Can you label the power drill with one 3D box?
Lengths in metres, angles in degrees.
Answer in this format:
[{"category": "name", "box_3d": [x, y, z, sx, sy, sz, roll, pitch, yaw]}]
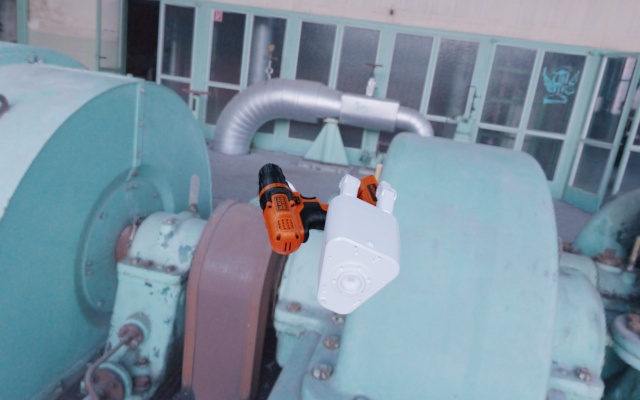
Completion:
[{"category": "power drill", "box_3d": [0.001, 0.003, 0.737, 0.187, 0.057, 0.184, -4, 43, -13]}]
